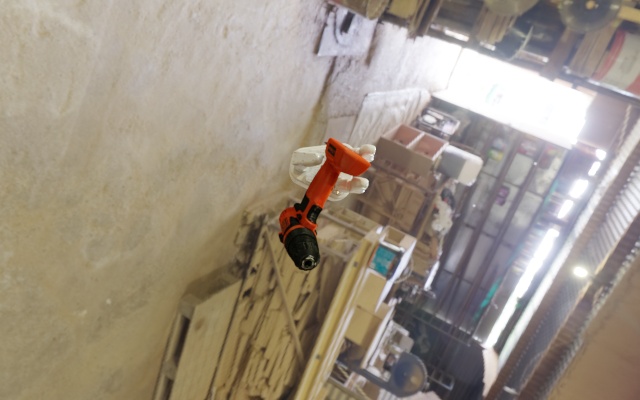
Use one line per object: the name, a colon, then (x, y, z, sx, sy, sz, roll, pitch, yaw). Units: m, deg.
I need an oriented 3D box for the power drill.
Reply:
power drill: (0.000, 0.002, 0.744, 0.057, 0.188, 0.184, 29, 11, -22)
